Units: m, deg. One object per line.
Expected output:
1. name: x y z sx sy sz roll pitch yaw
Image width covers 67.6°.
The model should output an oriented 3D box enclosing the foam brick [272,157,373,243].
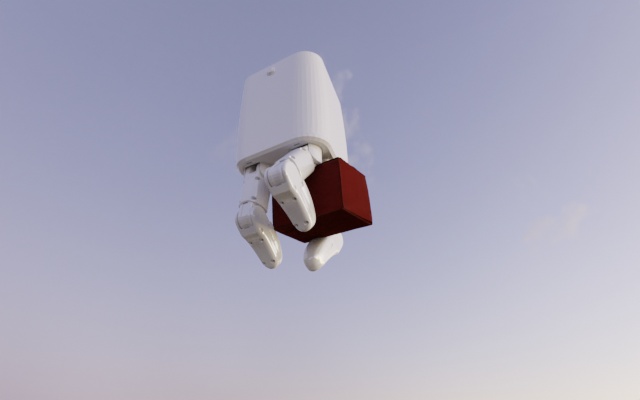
1. foam brick: 0.000 0.001 0.440 0.078 0.051 0.053 -17 -27 29
